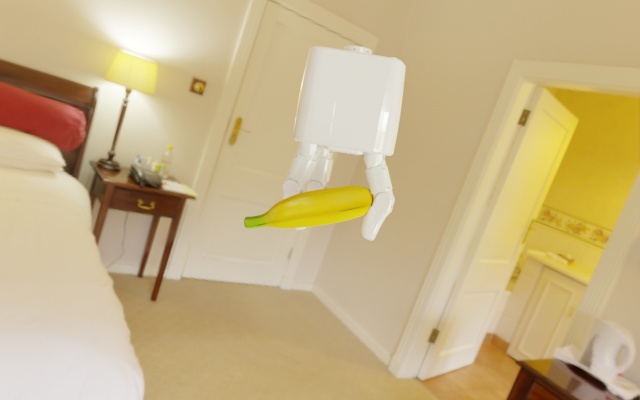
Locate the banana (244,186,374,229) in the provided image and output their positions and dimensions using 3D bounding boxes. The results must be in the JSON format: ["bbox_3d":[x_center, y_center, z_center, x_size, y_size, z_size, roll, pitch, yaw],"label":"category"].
[{"bbox_3d":[0.012,0.003,0.526,0.069,0.037,0.198,4,8,41],"label":"banana"}]
